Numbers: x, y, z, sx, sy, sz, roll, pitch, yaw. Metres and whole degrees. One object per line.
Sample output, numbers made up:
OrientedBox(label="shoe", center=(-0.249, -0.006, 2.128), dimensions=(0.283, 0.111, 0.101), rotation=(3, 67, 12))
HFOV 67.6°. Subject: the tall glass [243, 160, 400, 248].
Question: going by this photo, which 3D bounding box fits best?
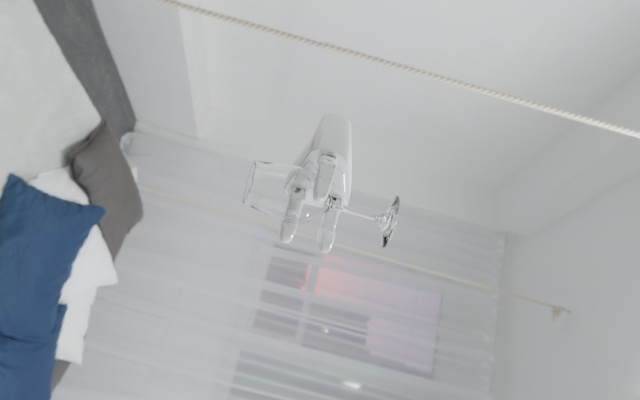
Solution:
OrientedBox(label="tall glass", center=(0.001, 0.002, 0.647), dimensions=(0.201, 0.079, 0.079), rotation=(16, -1, -3))
